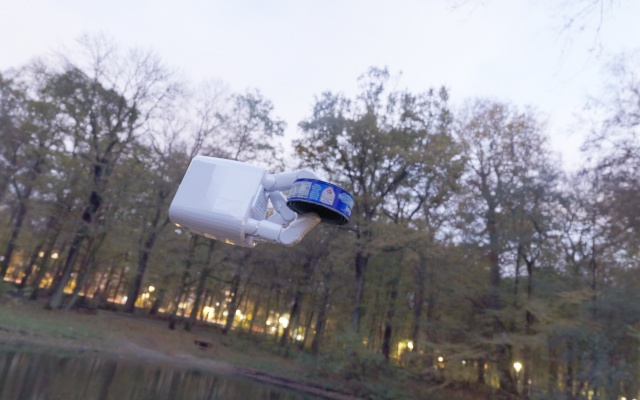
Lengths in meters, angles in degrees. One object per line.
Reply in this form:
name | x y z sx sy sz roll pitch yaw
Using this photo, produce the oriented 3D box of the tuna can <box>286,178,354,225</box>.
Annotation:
tuna can | 0.000 0.002 0.629 0.086 0.033 0.086 16 -15 5
